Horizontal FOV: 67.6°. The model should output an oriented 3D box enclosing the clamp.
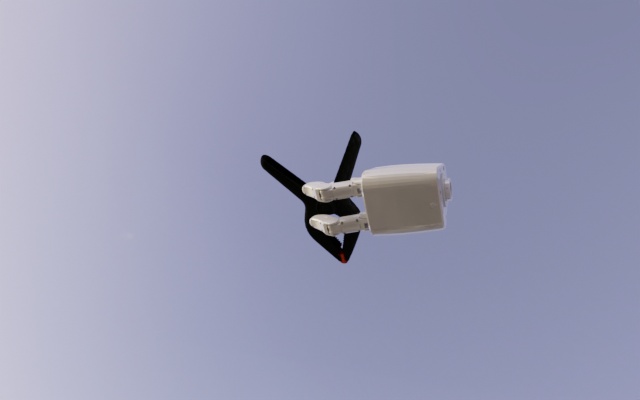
[{"bbox_3d":[0.001,0.003,0.748,0.164,0.210,0.036,-5,22,21],"label":"clamp"}]
